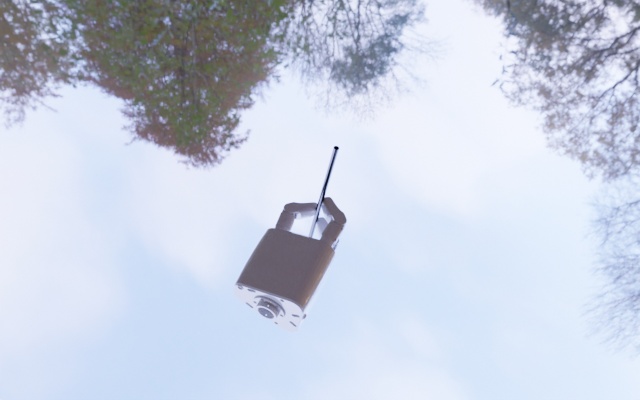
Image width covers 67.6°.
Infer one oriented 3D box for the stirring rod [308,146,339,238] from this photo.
[{"bbox_3d":[0.000,0.002,0.738,0.011,0.011,0.240,0,-38,-13],"label":"stirring rod"}]
